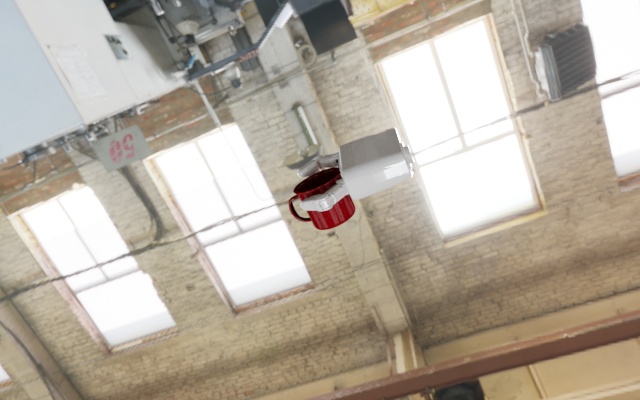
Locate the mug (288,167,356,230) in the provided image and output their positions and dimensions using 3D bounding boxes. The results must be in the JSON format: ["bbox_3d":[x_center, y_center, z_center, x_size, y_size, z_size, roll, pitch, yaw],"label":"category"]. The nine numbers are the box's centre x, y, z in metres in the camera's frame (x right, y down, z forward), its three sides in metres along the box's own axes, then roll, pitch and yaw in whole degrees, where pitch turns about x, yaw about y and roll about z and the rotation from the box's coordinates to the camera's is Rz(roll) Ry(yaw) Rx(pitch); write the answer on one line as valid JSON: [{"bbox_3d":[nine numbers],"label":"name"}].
[{"bbox_3d":[-0.001,0.003,0.843,0.117,0.081,0.093,-21,18,14],"label":"mug"}]
